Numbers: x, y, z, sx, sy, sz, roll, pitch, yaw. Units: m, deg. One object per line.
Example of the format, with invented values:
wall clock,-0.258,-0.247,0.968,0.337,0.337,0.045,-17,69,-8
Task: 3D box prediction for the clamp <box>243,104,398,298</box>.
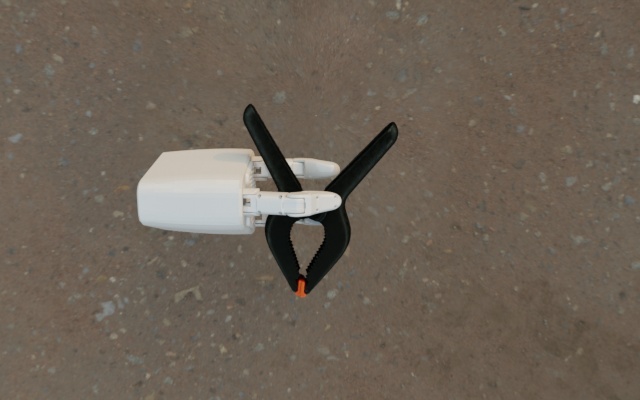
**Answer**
clamp,0.000,0.002,0.521,0.164,0.210,0.036,0,10,0
